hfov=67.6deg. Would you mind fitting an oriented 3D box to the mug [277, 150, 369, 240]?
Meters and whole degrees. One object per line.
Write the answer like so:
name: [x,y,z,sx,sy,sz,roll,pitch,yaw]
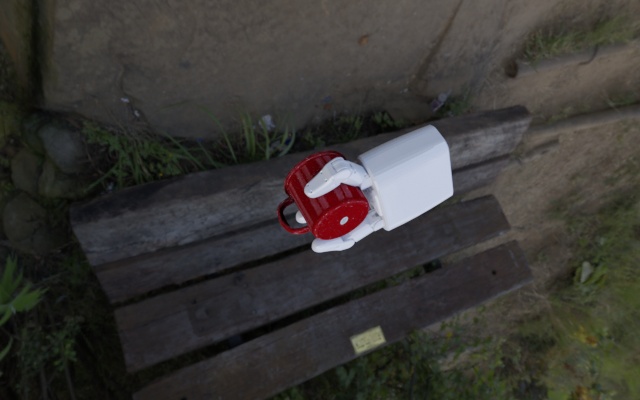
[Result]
mug: [-0.001,0.003,0.616,0.117,0.081,0.093,-27,-31,-4]
